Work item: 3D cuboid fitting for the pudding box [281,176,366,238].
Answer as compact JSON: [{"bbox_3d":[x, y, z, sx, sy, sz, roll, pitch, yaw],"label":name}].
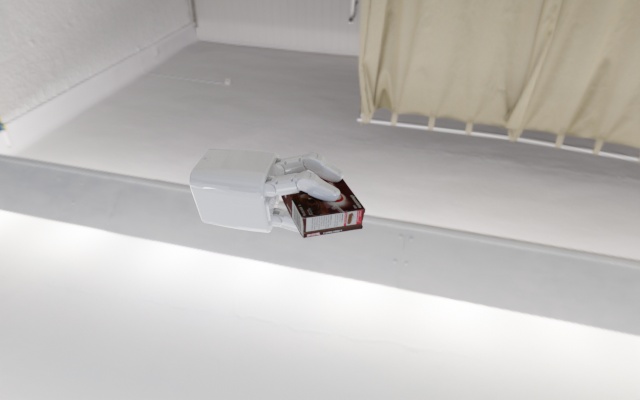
[{"bbox_3d":[0.000,0.002,0.674,0.090,0.039,0.113,-9,36,-17],"label":"pudding box"}]
